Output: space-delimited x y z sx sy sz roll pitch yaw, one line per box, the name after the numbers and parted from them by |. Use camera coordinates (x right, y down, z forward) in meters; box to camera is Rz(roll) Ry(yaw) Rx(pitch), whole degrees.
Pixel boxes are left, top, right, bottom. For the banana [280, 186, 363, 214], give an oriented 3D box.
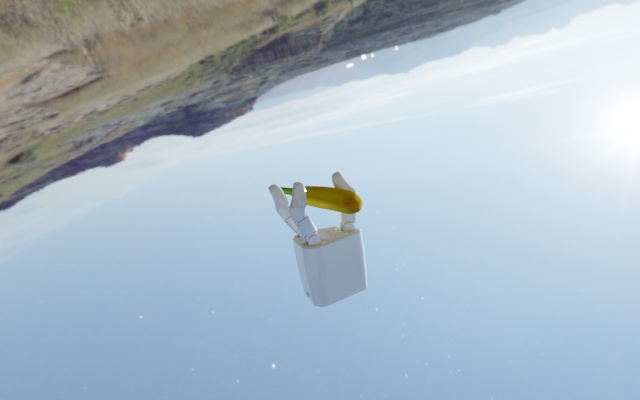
0.013 0.000 0.760 0.069 0.037 0.198 -9 11 -37 | banana
